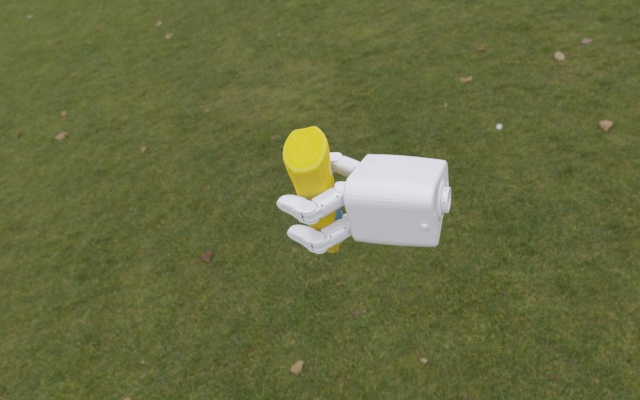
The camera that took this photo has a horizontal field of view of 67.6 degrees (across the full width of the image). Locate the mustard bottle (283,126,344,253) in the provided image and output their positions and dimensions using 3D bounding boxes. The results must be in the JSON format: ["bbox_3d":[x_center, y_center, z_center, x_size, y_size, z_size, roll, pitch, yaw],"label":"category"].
[{"bbox_3d":[0.000,0.002,0.650,0.058,0.192,0.096,-12,41,5],"label":"mustard bottle"}]
